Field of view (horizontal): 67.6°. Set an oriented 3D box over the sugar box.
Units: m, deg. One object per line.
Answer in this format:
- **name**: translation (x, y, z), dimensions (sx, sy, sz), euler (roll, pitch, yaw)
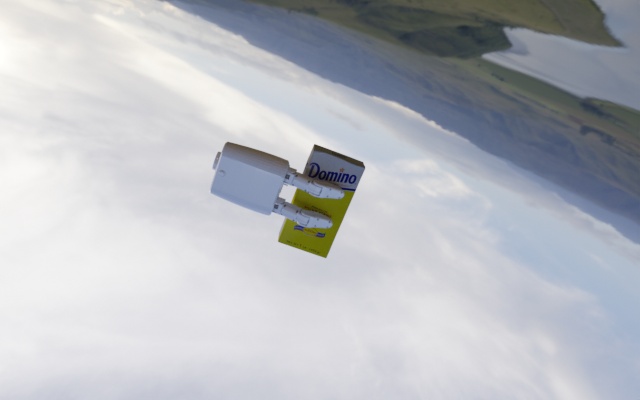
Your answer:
- **sugar box**: translation (0.000, 0.003, 0.811), dimensions (0.093, 0.176, 0.048), euler (19, 20, -8)
